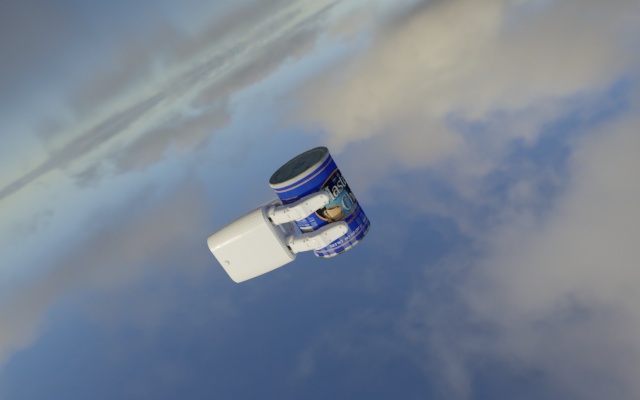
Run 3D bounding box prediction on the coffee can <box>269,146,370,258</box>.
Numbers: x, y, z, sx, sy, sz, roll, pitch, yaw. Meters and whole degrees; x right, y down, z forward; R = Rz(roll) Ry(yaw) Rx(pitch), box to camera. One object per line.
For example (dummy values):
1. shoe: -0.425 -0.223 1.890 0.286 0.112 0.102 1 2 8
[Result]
1. coffee can: 0.000 0.002 0.739 0.103 0.140 0.102 -28 20 11
